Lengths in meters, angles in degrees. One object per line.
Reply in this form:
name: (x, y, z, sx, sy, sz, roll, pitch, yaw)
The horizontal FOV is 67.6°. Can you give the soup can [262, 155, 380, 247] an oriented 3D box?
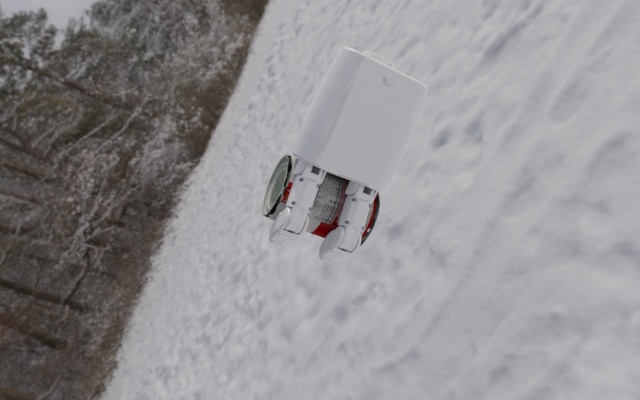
soup can: (0.000, 0.002, 0.488, 0.102, 0.068, 0.068, 21, -7, -18)
